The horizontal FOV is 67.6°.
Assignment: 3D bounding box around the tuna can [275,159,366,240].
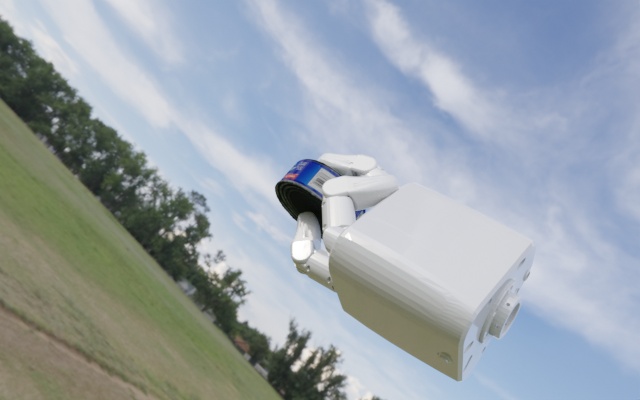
[{"bbox_3d":[0.000,0.001,0.455,0.086,0.033,0.086,33,-23,16],"label":"tuna can"}]
